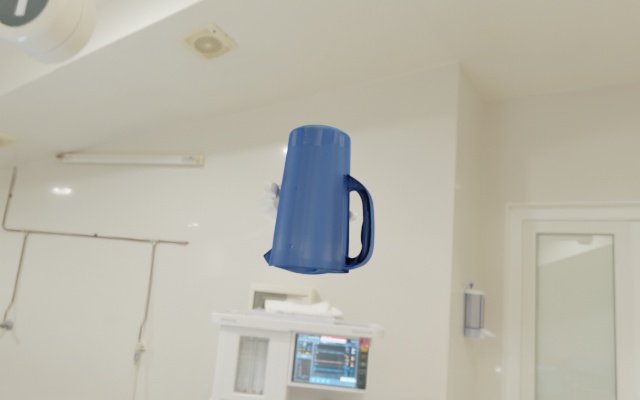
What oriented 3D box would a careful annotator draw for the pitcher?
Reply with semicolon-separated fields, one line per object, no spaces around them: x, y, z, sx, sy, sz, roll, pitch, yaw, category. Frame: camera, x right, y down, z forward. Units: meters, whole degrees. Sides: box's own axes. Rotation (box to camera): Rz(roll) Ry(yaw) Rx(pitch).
0.000;0.003;0.800;0.149;0.242;0.145;9;-12;-21;pitcher
